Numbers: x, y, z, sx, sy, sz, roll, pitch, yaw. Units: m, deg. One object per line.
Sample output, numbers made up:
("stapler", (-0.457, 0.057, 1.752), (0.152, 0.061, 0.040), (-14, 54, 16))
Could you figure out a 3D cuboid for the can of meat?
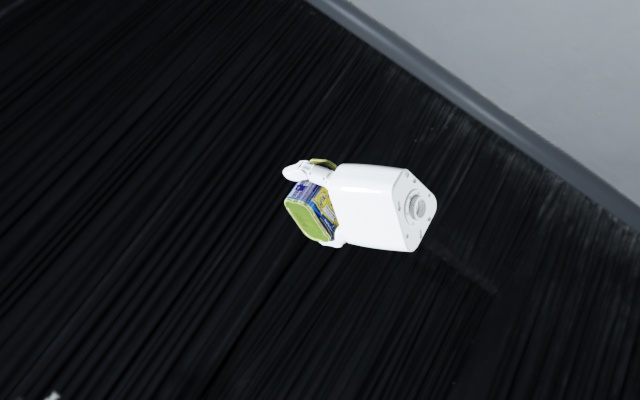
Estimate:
("can of meat", (0.000, 0.003, 0.728), (0.057, 0.084, 0.102), (9, -35, 39))
